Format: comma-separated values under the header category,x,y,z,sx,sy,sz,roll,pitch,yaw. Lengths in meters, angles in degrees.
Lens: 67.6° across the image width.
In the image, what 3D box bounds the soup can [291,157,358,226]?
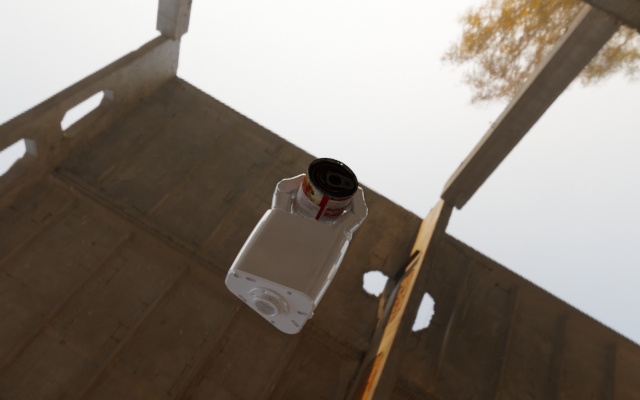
category,x,y,z,sx,sy,sz,roll,pitch,yaw
soup can,0.000,0.002,0.634,0.068,0.068,0.102,0,-38,-24
